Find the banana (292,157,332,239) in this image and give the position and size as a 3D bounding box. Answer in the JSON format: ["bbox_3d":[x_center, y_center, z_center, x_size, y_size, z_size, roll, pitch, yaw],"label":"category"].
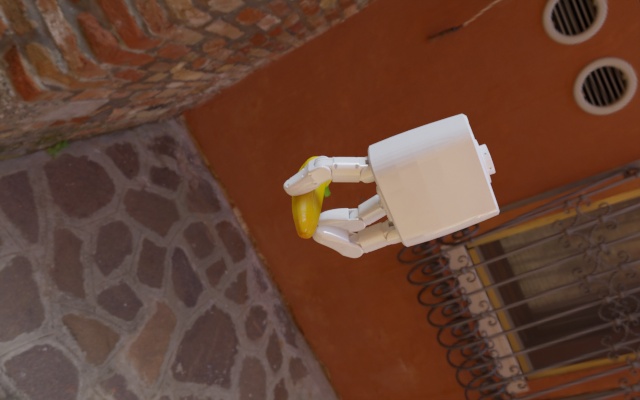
[{"bbox_3d":[-0.006,-0.016,0.593,0.037,0.069,0.197,-17,12,14],"label":"banana"}]
